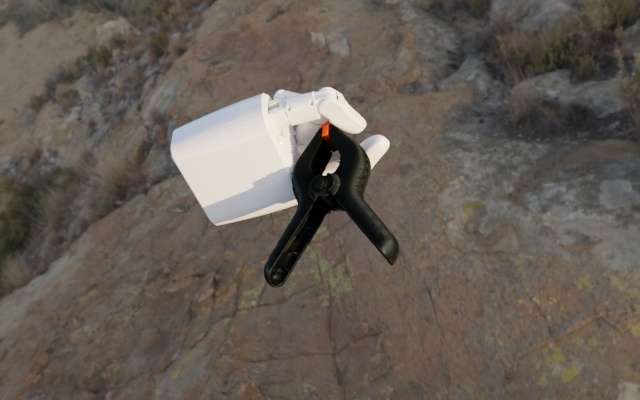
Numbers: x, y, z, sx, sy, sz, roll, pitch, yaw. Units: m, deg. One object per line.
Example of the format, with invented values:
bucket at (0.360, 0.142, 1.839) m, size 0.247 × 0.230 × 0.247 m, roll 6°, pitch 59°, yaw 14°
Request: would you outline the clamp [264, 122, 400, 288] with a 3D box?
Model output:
clamp at (0.000, 0.001, 0.439) m, size 0.120 × 0.171 × 0.039 m, roll -17°, pitch -43°, yaw 11°
